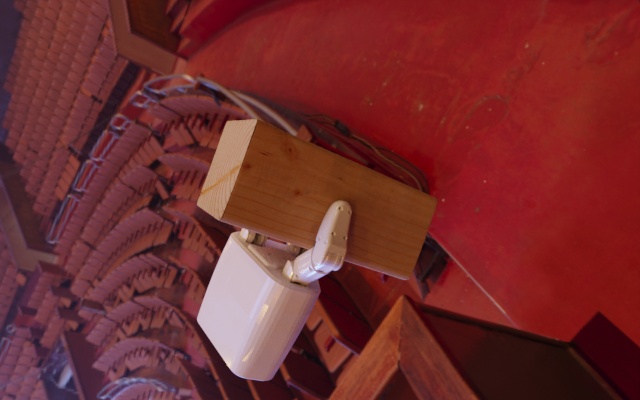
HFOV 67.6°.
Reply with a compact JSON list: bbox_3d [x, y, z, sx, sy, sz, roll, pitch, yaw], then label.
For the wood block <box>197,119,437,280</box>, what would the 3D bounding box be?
[{"bbox_3d":[0.000,0.002,0.470,0.206,0.090,0.091,21,-1,-28],"label":"wood block"}]
